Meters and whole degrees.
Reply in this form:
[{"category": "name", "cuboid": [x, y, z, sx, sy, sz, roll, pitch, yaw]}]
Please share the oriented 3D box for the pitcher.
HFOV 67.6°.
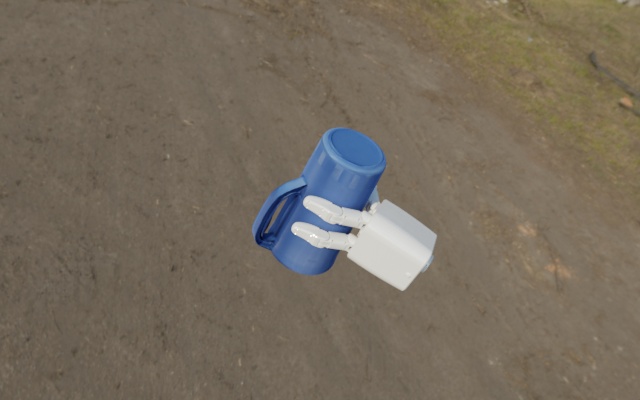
[{"category": "pitcher", "cuboid": [0.000, 0.003, 0.788, 0.145, 0.243, 0.149, 34, 39, 7]}]
